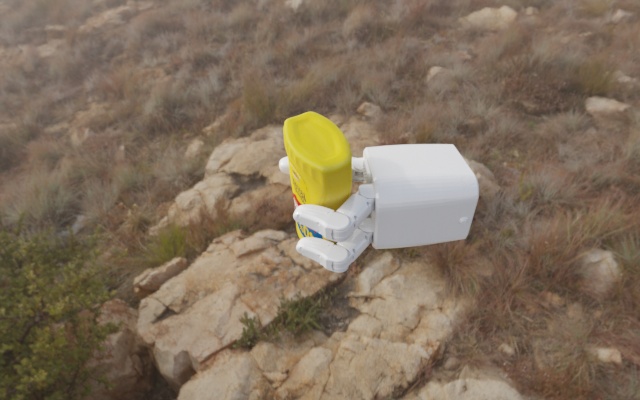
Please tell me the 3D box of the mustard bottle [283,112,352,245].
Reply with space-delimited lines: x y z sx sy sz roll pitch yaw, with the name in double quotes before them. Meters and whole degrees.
"mustard bottle" 0.000 0.002 0.541 0.058 0.192 0.096 -23 50 -17
